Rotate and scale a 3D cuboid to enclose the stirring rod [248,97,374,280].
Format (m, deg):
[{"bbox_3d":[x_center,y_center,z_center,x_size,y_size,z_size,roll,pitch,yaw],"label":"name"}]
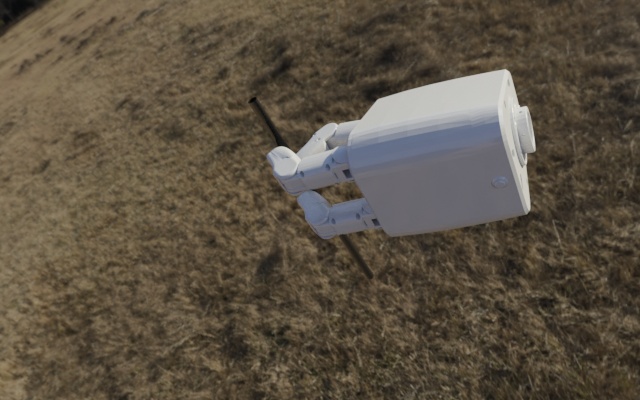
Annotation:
[{"bbox_3d":[0.000,0.002,0.450,0.011,0.011,0.240,0,-43,38],"label":"stirring rod"}]
